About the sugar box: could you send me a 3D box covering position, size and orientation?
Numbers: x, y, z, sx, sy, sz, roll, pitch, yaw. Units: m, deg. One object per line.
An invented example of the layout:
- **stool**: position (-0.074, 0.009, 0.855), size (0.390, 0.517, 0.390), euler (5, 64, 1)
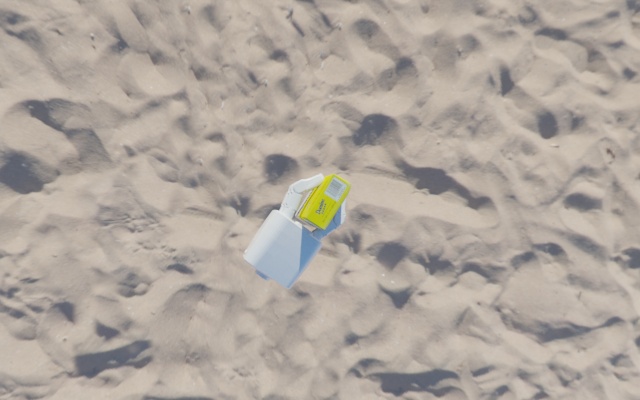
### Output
- **sugar box**: position (0.000, 0.003, 0.889), size (0.048, 0.093, 0.176), euler (33, -6, -10)
